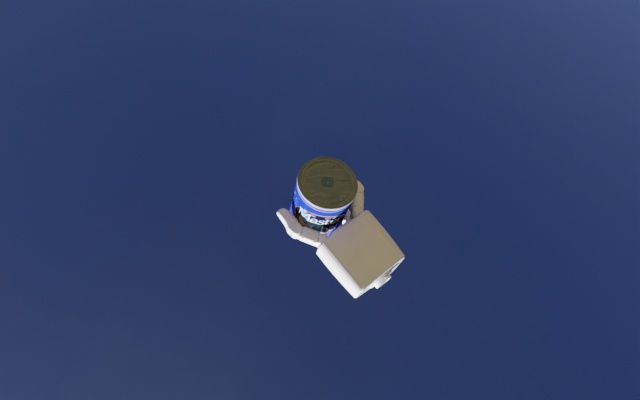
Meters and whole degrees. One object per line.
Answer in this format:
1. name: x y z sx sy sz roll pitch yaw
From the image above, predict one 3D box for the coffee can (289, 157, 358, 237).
1. coffee can: 0.000 0.003 0.850 0.103 0.102 0.140 0 -29 -12
